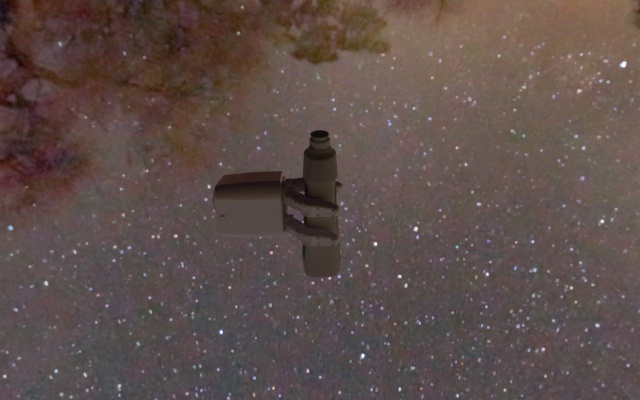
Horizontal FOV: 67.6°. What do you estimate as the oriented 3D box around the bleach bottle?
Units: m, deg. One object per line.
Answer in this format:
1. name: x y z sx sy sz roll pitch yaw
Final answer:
1. bleach bottle: 0.000 0.003 0.783 0.068 0.251 0.102 -2 32 -2
